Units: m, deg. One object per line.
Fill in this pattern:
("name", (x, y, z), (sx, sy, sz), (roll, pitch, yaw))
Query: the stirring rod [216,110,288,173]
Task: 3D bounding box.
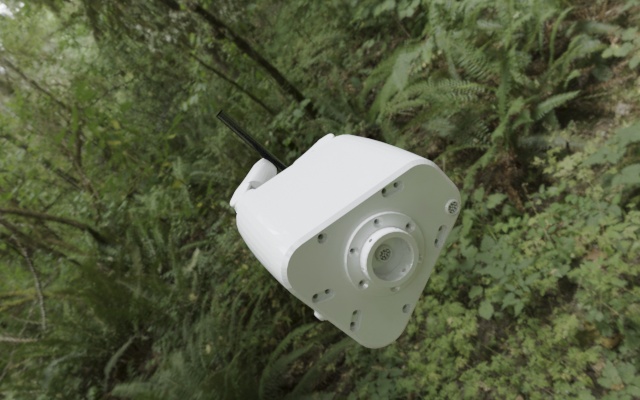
("stirring rod", (0.000, 0.001, 0.438), (0.239, 0.011, 0.011), (41, -20, -24))
